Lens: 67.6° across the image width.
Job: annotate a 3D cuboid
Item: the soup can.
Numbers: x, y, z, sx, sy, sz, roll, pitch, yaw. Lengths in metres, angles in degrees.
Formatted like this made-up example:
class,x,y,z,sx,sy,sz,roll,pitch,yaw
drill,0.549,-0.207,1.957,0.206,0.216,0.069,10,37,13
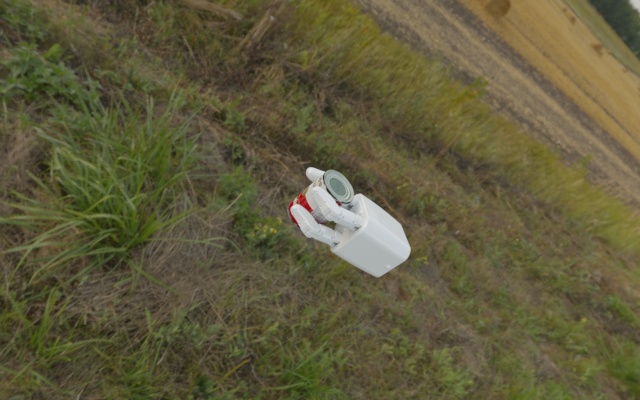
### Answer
class,x,y,z,sx,sy,sz,roll,pitch,yaw
soup can,0.000,0.002,0.820,0.068,0.068,0.102,0,-32,-47
